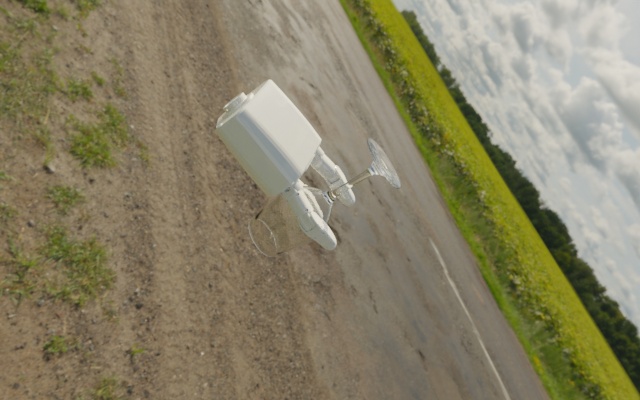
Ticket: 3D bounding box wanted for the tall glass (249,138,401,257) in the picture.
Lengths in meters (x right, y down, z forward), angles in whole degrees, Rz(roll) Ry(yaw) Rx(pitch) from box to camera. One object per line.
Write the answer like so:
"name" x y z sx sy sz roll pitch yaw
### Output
"tall glass" 0.001 0.002 0.629 0.201 0.079 0.079 -32 -12 20
